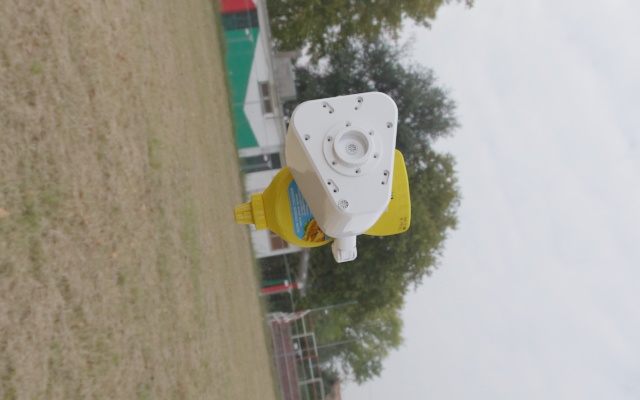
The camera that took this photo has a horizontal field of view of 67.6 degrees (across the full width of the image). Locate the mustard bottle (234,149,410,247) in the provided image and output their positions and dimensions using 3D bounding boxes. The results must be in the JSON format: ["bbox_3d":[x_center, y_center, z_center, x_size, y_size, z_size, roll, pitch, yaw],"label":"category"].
[{"bbox_3d":[0.000,0.002,0.534,0.191,0.096,0.058,-9,13,-6],"label":"mustard bottle"}]
